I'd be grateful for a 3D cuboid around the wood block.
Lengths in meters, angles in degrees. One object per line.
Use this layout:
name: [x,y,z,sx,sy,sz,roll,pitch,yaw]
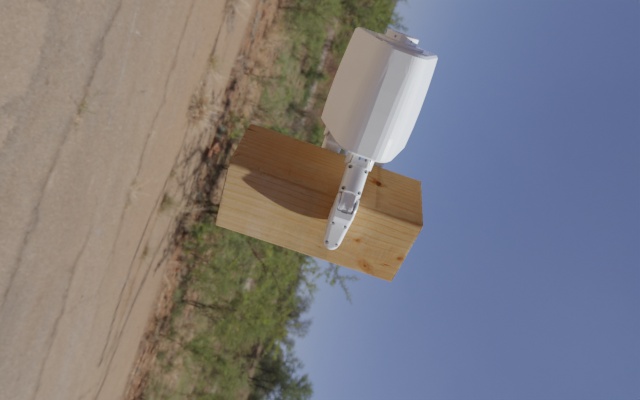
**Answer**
wood block: [0.000,0.002,0.536,0.206,0.090,0.090,19,36,-4]
